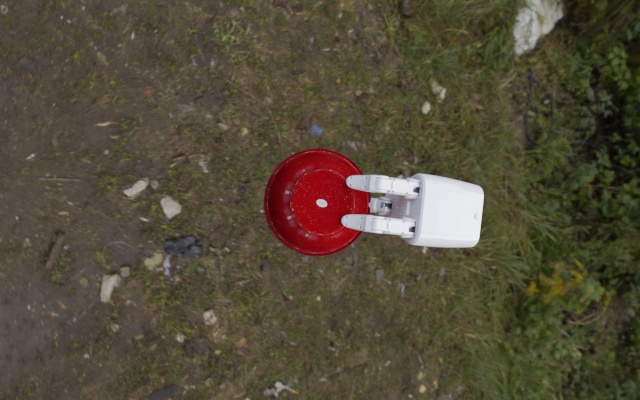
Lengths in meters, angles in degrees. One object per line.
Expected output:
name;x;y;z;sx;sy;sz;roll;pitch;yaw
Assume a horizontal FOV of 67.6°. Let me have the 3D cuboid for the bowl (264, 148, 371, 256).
bowl;-0.001;0.002;0.686;0.162;0.162;0.055;0;0;-8
